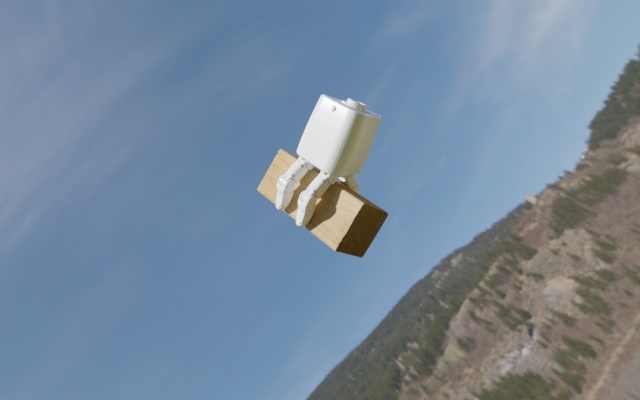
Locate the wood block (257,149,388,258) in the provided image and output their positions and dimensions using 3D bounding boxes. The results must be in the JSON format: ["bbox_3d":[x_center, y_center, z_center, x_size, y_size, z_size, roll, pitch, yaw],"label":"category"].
[{"bbox_3d":[0.000,0.002,0.823,0.206,0.090,0.091,36,9,36],"label":"wood block"}]
